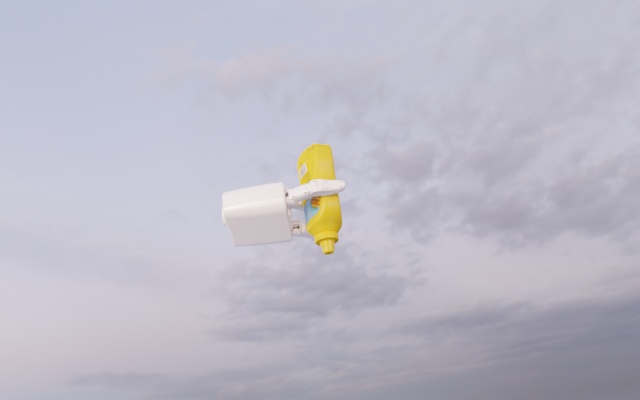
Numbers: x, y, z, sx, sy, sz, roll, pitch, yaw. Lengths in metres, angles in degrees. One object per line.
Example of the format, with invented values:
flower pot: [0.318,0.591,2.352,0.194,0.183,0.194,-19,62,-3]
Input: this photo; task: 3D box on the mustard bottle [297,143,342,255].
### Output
mustard bottle: [0.000,0.002,0.839,0.058,0.191,0.096,3,-28,-23]
